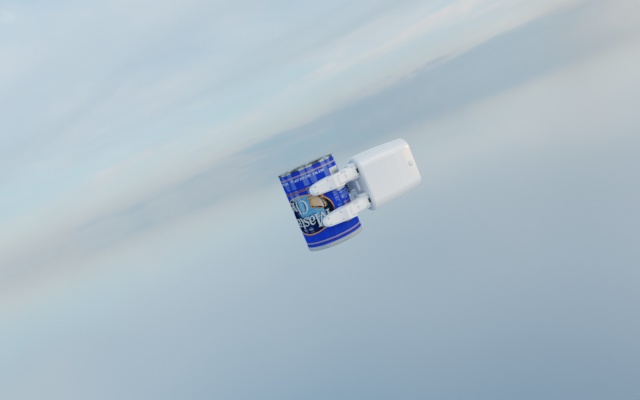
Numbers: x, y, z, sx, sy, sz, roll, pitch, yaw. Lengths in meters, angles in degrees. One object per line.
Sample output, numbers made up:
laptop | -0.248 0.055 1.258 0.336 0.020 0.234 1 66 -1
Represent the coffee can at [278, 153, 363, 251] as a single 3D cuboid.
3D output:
coffee can | 0.000 0.003 0.825 0.103 0.140 0.103 -22 7 3
